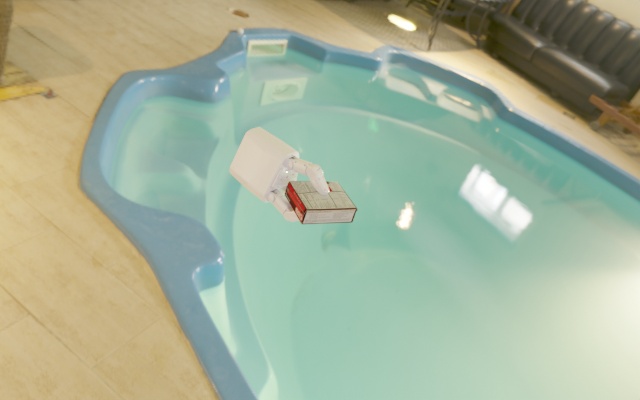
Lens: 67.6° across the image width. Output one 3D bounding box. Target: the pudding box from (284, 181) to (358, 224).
[{"bbox_3d":[0.000,0.003,0.899,0.113,0.039,0.090,-2,40,-29],"label":"pudding box"}]
